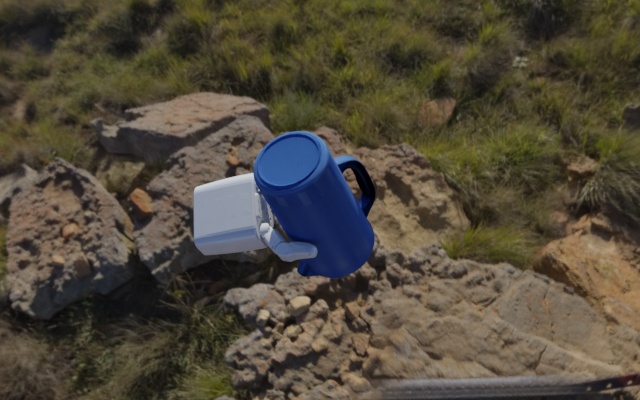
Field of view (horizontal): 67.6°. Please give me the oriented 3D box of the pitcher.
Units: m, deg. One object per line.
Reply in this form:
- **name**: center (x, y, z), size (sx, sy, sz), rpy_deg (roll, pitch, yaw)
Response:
- **pitcher**: center (0.000, 0.002, 0.726), size (0.145, 0.149, 0.243), rpy_deg (-9, -35, 14)
